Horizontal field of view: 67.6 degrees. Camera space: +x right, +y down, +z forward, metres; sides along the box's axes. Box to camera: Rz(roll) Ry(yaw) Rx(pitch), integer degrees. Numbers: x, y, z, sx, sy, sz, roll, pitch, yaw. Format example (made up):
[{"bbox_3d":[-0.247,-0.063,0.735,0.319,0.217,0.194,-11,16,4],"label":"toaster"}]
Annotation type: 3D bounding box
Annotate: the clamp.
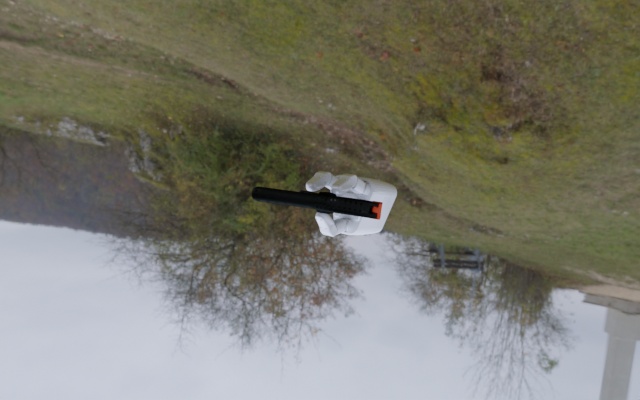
[{"bbox_3d":[0.001,0.004,0.807,0.210,0.036,0.164,10,4,35],"label":"clamp"}]
